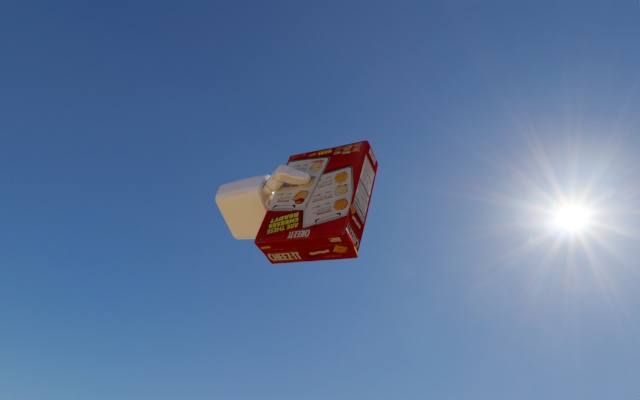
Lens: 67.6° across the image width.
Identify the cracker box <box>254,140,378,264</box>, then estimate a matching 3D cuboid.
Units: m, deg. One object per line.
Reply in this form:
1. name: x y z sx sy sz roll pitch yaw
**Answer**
1. cracker box: 0.000 0.002 0.821 0.164 0.213 0.072 -8 -46 27
